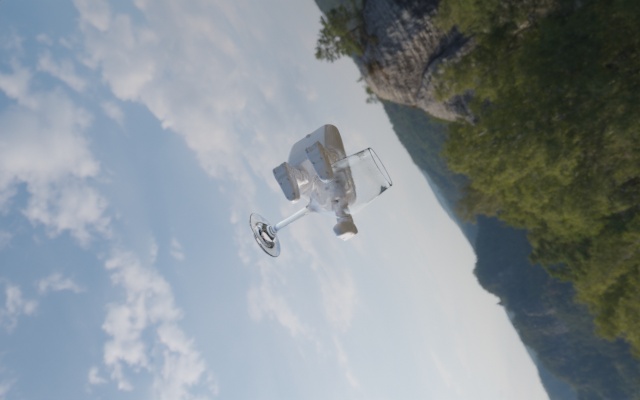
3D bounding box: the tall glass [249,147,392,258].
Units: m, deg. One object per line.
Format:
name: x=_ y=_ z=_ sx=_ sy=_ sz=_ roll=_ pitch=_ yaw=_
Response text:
tall glass: x=0.000 y=0.003 z=0.679 sx=0.201 sy=0.079 sz=0.079 roll=-30 pitch=-9 yaw=16
